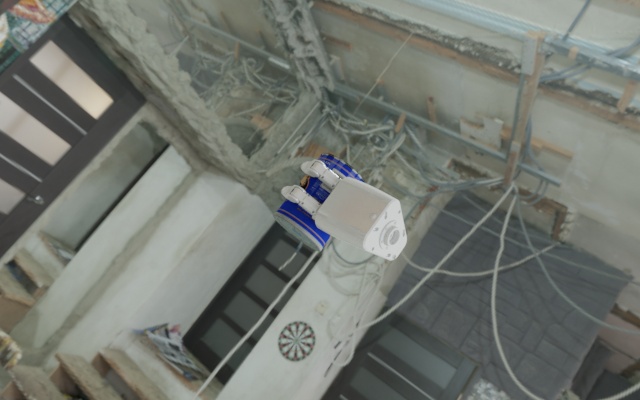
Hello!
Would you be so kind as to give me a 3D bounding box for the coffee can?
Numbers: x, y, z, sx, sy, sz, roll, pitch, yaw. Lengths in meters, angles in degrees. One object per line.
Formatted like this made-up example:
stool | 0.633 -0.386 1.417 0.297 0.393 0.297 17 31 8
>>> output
coffee can | 0.000 0.003 0.834 0.103 0.140 0.103 35 -13 9
